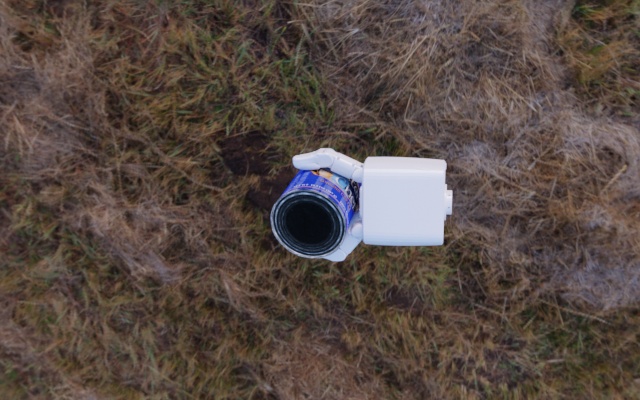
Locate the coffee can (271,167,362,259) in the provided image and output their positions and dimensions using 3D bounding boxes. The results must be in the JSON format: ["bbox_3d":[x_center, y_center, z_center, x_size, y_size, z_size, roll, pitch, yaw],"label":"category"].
[{"bbox_3d":[0.000,0.002,0.679,0.103,0.103,0.140,0,26,16],"label":"coffee can"}]
